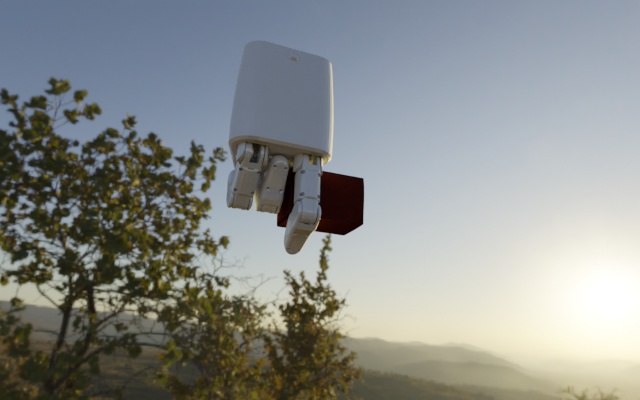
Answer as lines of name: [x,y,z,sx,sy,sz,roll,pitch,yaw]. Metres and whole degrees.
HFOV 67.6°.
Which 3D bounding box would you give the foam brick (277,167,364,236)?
foam brick: [0.000,0.002,0.489,0.078,0.051,0.053,9,-19,-20]
